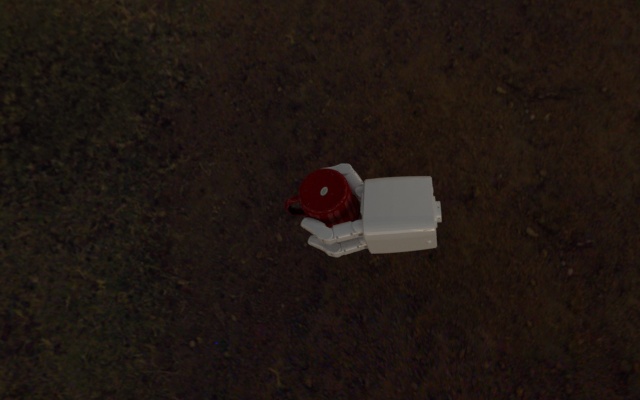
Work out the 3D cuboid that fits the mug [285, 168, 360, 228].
[{"bbox_3d":[-0.001,0.002,0.767,0.117,0.093,0.081,-6,-28,11],"label":"mug"}]
